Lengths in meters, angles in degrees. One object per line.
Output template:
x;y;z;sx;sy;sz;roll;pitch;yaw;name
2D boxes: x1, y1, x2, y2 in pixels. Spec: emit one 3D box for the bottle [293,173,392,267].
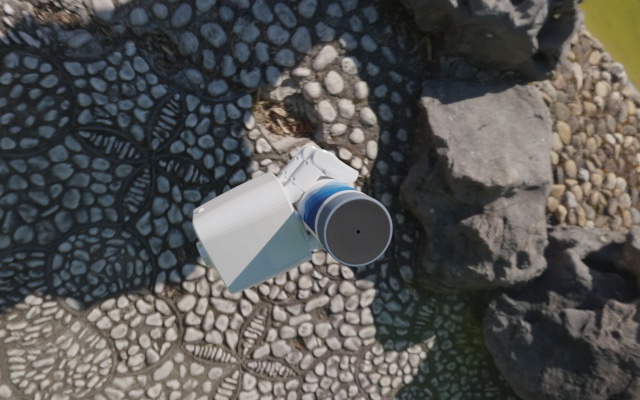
0.000;0.002;0.574;0.069;0.069;0.295;0;11;-14;bottle
